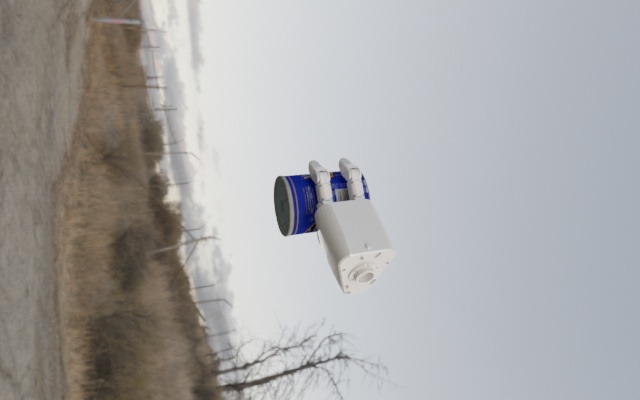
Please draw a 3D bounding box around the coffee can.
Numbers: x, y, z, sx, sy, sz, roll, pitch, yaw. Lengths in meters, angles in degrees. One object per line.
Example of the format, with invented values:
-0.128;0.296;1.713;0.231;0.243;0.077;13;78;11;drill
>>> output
0.000;0.003;0.818;0.140;0.103;0.103;-6;2;-19;coffee can
